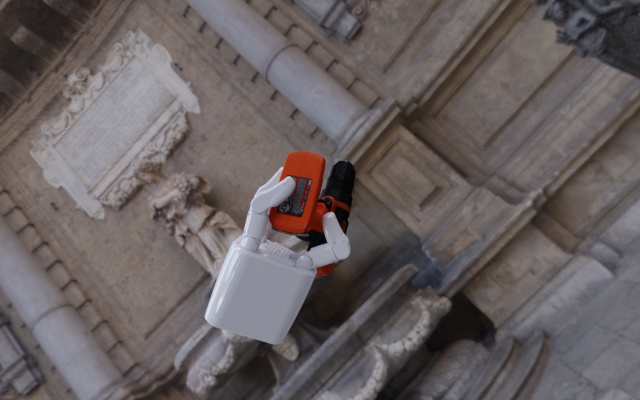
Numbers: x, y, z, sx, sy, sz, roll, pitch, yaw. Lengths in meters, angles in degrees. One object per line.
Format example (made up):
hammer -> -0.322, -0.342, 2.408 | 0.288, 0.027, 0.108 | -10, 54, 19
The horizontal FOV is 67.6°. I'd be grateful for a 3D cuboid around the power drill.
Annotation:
power drill -> 0.000, 0.002, 0.671 | 0.057, 0.184, 0.188 | 8, -16, 20
